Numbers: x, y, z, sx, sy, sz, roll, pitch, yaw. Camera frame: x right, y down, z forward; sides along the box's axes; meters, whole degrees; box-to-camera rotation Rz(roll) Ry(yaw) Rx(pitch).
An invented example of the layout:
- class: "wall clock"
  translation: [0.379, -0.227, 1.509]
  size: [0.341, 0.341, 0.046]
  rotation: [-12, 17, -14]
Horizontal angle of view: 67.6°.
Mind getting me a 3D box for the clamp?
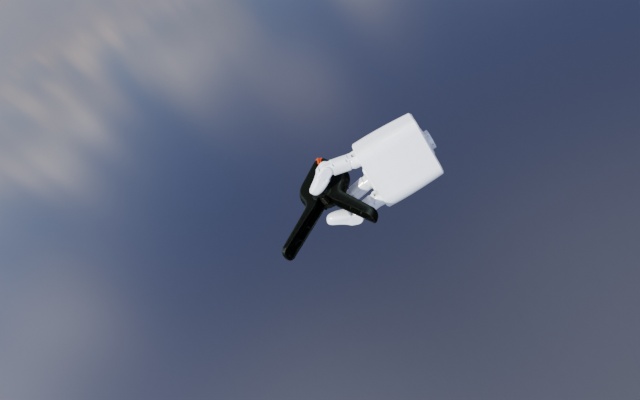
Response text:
- class: "clamp"
  translation: [0.000, 0.002, 0.799]
  size: [0.164, 0.036, 0.209]
  rotation: [-29, 36, 11]
